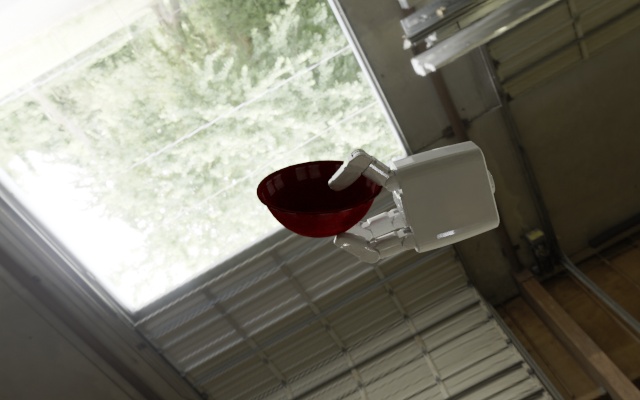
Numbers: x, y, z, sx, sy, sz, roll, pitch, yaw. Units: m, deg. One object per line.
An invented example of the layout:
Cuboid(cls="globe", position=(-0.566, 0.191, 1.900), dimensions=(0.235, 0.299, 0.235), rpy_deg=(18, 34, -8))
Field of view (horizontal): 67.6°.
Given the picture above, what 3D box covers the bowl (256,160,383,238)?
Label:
Cuboid(cls="bowl", position=(-0.001, 0.002, 0.619), dimensions=(0.162, 0.055, 0.162), rpy_deg=(-3, 27, 2))
